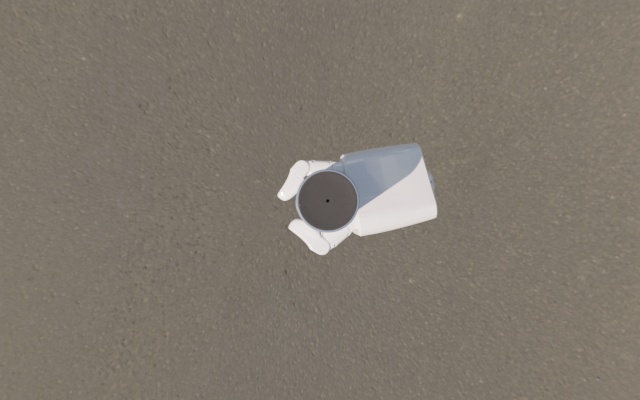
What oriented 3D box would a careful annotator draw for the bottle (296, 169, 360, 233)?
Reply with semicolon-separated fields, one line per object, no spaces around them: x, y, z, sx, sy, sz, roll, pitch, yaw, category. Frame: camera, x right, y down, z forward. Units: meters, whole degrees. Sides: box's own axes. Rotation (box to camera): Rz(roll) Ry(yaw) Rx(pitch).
0.000;0.002;0.641;0.069;0.069;0.296;0;-1;-3;bottle
